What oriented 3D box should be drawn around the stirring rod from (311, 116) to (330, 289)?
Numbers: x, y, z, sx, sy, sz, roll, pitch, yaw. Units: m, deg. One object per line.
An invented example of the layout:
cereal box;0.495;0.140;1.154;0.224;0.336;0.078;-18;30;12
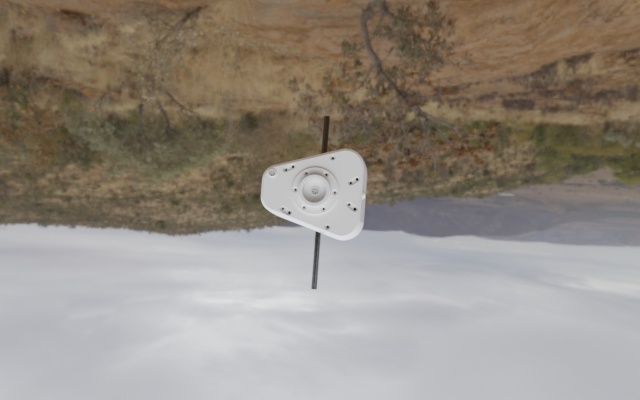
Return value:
stirring rod;0.000;0.002;0.663;0.011;0.239;0.011;4;-2;0
